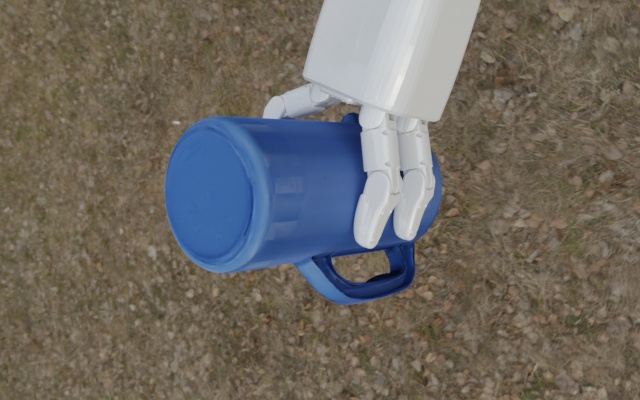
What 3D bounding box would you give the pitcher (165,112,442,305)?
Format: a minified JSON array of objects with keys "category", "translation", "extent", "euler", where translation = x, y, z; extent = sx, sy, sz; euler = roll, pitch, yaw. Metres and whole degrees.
[{"category":"pitcher","translation":[0.000,0.001,0.412],"extent":[0.149,0.145,0.243],"euler":[31,21,32]}]
